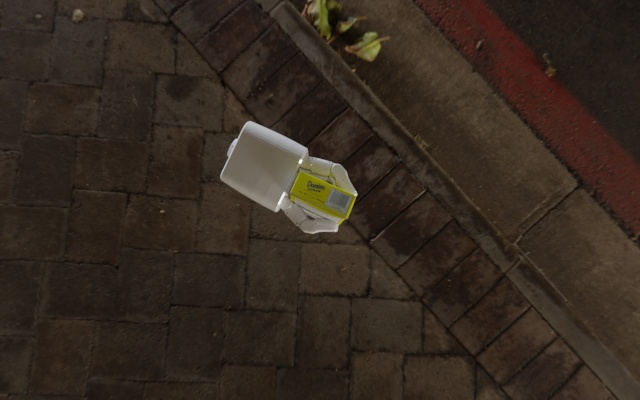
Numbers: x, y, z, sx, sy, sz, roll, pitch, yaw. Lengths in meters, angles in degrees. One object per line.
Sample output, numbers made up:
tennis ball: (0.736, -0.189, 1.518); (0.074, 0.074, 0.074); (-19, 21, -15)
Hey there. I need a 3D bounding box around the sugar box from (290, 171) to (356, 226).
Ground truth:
sugar box: (0.000, 0.002, 0.781); (0.093, 0.048, 0.176); (25, -5, 0)
